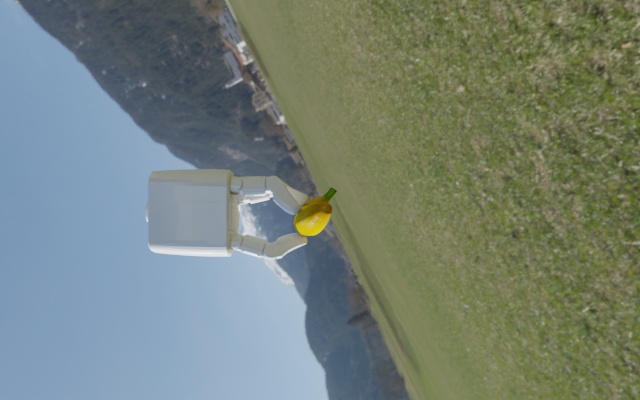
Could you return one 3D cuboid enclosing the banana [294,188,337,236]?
[{"bbox_3d":[-0.010,0.017,0.655,0.037,0.069,0.197,32,8,-3],"label":"banana"}]
